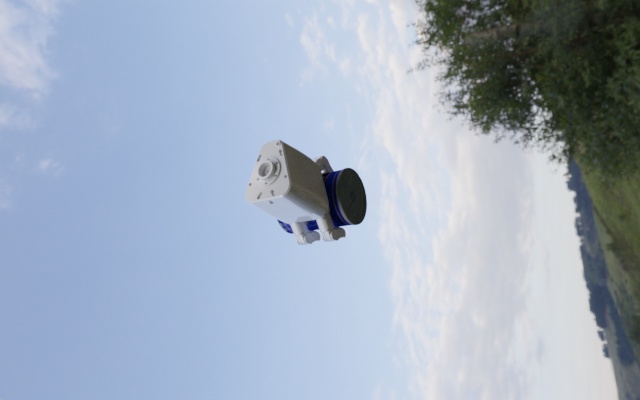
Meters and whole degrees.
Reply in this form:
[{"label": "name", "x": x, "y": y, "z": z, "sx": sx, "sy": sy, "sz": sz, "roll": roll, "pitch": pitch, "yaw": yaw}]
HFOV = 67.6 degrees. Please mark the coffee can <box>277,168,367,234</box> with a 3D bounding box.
[{"label": "coffee can", "x": 0.000, "y": 0.003, "z": 0.878, "sx": 0.140, "sy": 0.103, "sz": 0.103, "roll": -10, "pitch": -5, "yaw": 31}]
